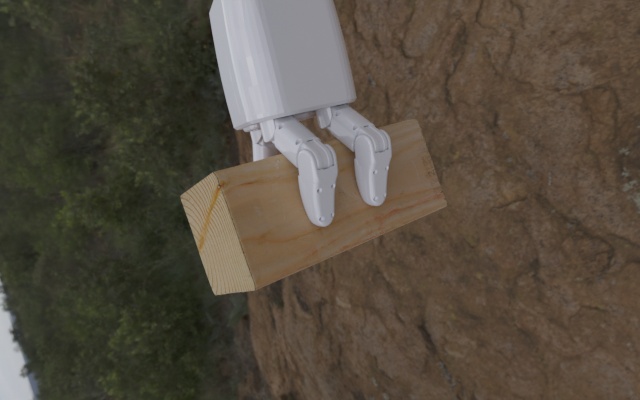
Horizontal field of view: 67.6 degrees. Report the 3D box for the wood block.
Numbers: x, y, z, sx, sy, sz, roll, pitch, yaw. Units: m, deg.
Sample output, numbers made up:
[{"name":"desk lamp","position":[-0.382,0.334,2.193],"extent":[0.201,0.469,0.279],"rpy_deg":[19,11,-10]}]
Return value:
[{"name":"wood block","position":[0.000,0.001,0.420],"extent":[0.206,0.090,0.091],"rpy_deg":[-19,-1,-33]}]
